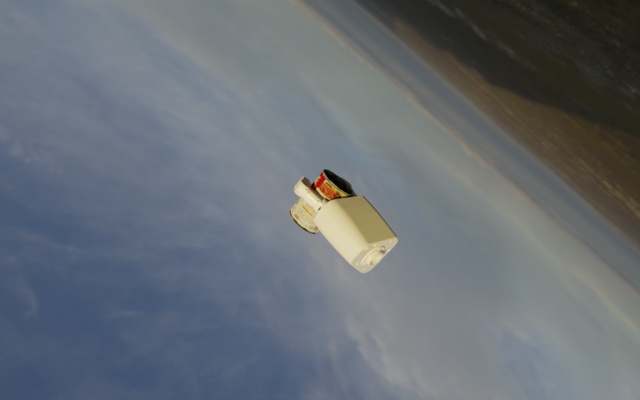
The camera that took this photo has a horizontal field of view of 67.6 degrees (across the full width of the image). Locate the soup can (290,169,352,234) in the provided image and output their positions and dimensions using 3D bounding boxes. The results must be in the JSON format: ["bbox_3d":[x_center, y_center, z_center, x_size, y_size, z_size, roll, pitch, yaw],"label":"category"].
[{"bbox_3d":[0.000,0.003,0.871,0.068,0.102,0.068,36,18,-14],"label":"soup can"}]
